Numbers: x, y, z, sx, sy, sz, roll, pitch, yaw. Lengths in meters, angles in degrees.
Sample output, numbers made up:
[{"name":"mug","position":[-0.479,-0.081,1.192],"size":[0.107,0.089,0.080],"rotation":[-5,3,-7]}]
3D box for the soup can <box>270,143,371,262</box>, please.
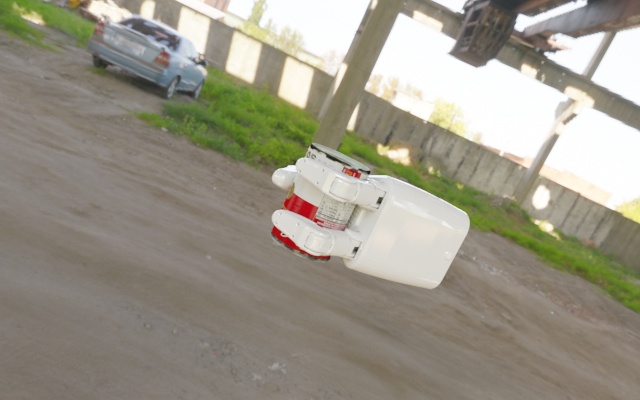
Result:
[{"name":"soup can","position":[0.000,0.001,0.483],"size":[0.068,0.102,0.068],"rotation":[24,11,-5]}]
